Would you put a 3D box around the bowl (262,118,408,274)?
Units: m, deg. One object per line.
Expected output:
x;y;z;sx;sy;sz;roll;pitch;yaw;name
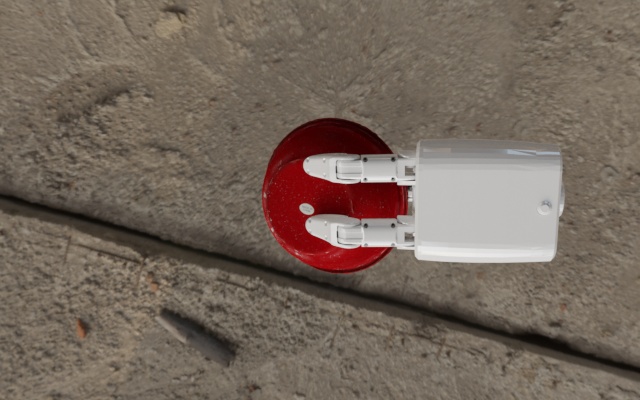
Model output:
-0.001;0.002;0.466;0.162;0.162;0.055;0;10;27;bowl
